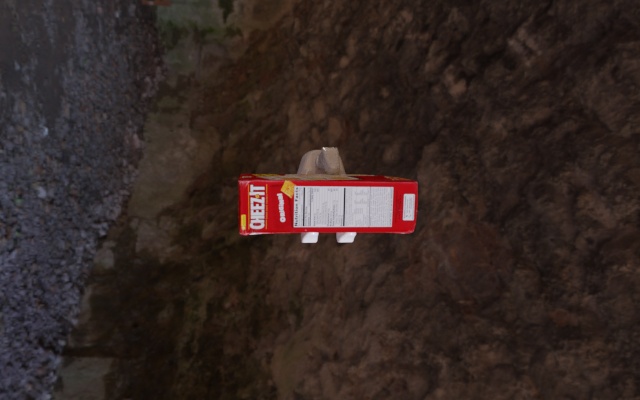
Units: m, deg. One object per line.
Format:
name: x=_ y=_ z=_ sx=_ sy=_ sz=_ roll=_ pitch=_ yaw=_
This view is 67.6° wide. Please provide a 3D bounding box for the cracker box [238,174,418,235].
cracker box: x=0.000 y=0.002 z=0.633 sx=0.214 sy=0.072 sz=0.164 roll=0 pitch=5 yaw=-8
